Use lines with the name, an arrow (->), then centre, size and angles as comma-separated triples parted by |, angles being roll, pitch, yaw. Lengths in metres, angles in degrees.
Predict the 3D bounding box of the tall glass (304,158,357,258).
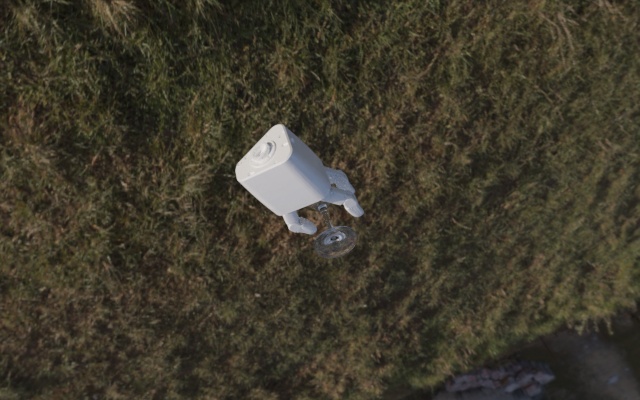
tall glass -> 0.000, 0.003, 0.850 | 0.079, 0.079, 0.201 | 0, 42, -19
